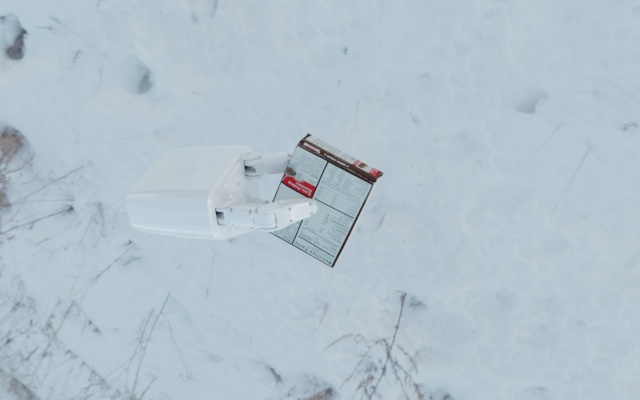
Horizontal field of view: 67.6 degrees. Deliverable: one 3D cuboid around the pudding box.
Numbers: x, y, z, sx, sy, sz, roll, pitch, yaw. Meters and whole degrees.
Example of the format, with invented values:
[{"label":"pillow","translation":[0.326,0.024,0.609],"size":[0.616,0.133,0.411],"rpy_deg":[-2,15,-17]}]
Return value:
[{"label":"pudding box","translation":[0.000,0.002,0.495],"size":[0.090,0.113,0.039],"rpy_deg":[28,29,7]}]
